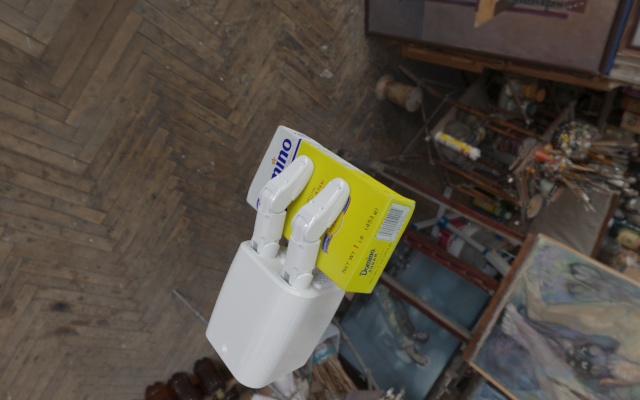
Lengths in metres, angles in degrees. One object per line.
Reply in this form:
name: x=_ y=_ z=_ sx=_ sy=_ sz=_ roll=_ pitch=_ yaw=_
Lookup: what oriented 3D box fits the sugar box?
sugar box: x=0.000 y=0.002 z=0.462 sx=0.048 sy=0.093 sz=0.176 roll=14 pitch=16 yaw=-47
